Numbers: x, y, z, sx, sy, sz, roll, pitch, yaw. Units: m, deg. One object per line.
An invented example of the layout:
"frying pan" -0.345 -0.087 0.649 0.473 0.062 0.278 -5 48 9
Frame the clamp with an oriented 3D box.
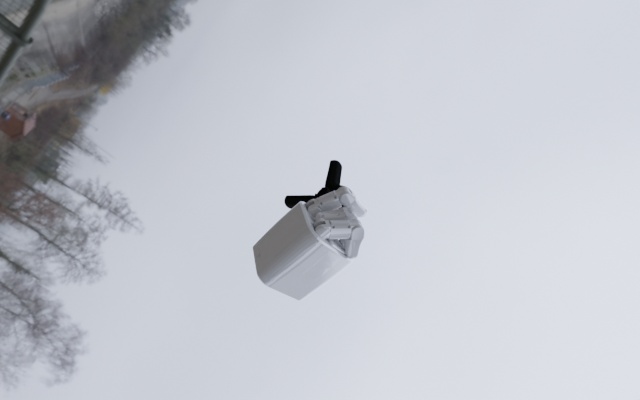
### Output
"clamp" 0.001 0.003 0.785 0.120 0.039 0.171 -39 28 10
